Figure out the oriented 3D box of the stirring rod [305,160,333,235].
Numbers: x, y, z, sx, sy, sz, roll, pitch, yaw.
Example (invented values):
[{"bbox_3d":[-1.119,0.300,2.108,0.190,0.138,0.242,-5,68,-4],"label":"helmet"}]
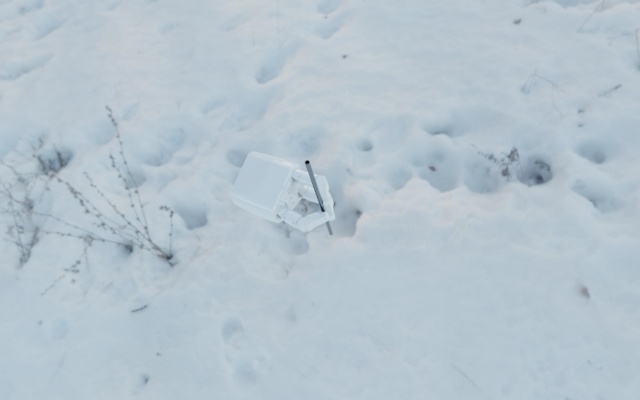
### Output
[{"bbox_3d":[0.000,0.003,0.852,0.011,0.011,0.240,0,-32,12],"label":"stirring rod"}]
